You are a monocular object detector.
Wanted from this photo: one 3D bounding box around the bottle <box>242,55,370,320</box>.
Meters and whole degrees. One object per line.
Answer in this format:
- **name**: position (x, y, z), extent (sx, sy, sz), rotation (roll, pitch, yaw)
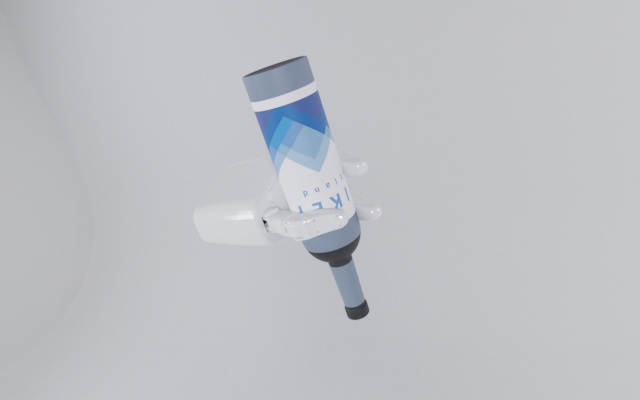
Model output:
- **bottle**: position (0.000, 0.001, 0.510), extent (0.069, 0.296, 0.069), rotation (-17, 20, 6)
